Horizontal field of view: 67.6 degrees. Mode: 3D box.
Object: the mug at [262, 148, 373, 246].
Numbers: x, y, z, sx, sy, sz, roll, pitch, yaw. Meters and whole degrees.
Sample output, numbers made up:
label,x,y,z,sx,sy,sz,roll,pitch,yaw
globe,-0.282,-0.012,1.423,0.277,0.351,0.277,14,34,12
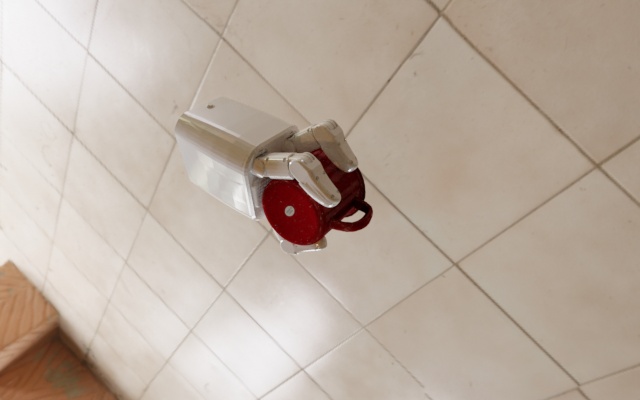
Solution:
label,x,y,z,sx,sy,sz,roll,pitch,yaw
mug,0.001,0.002,0.520,0.117,0.093,0.081,27,40,21
